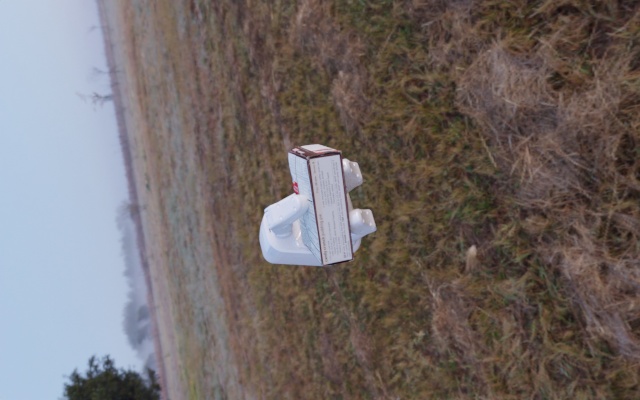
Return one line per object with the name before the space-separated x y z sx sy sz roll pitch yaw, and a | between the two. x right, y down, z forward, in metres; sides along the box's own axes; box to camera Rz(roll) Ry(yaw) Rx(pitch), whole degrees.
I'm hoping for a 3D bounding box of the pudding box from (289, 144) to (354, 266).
pudding box | 0.000 0.002 0.497 0.039 0.113 0.090 -13 14 -13
